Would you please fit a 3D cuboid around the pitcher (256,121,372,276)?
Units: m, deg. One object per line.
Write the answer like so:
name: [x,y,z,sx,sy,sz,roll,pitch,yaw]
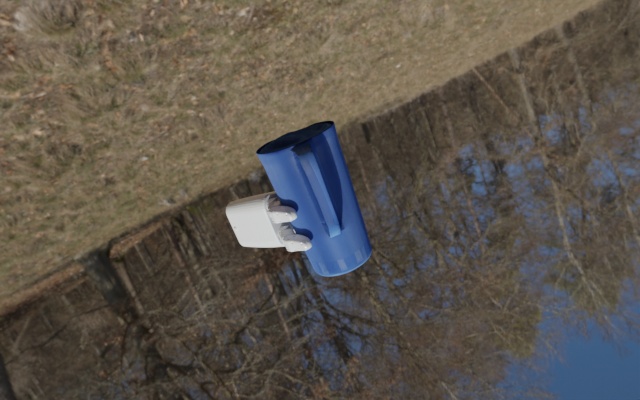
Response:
pitcher: [0.000,0.003,0.784,0.145,0.243,0.149,-8,22,38]
